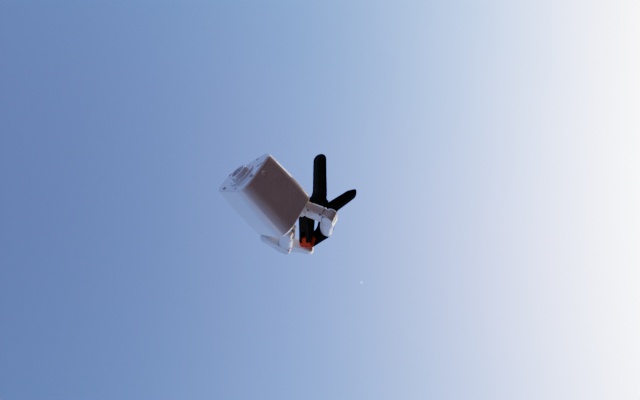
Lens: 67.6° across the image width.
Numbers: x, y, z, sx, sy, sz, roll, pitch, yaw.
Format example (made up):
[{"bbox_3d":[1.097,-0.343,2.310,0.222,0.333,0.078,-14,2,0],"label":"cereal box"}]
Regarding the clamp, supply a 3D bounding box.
[{"bbox_3d":[0.000,0.003,0.860,0.039,0.171,0.120,-15,-55,45],"label":"clamp"}]
